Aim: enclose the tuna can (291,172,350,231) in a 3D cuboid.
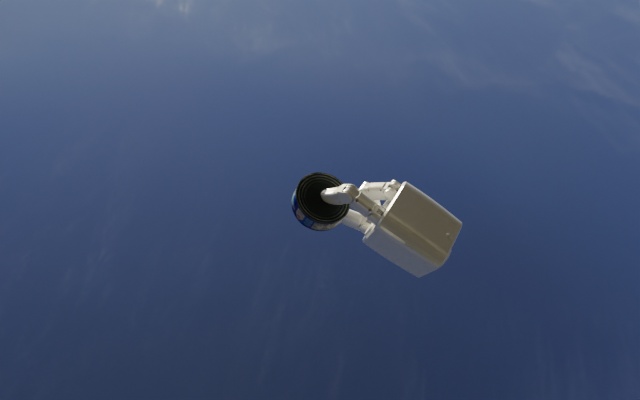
[{"bbox_3d":[0.000,0.003,0.722,0.086,0.086,0.034,0,-27,-19],"label":"tuna can"}]
